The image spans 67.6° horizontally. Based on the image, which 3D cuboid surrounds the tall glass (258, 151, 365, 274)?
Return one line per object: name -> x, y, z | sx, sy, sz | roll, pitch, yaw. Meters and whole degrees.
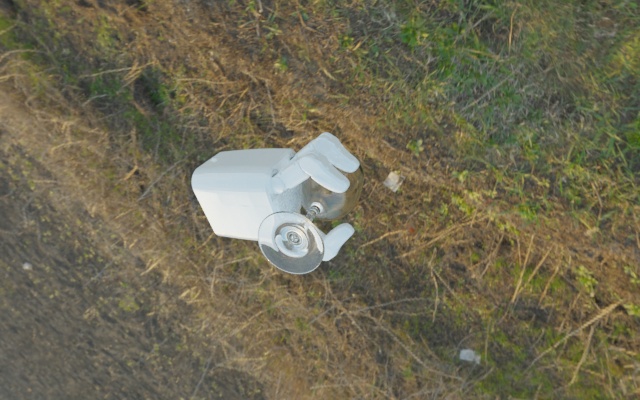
tall glass -> 0.000, 0.002, 0.575 | 0.079, 0.079, 0.201 | 0, 25, 21
